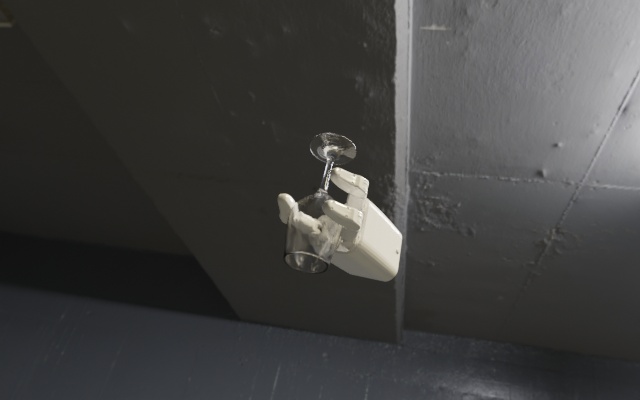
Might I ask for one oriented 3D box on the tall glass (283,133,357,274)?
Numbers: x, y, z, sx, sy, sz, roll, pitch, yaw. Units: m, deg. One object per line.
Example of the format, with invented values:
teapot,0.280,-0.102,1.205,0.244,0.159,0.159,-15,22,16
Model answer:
tall glass,0.000,0.002,0.689,0.079,0.201,0.079,10,-32,6
